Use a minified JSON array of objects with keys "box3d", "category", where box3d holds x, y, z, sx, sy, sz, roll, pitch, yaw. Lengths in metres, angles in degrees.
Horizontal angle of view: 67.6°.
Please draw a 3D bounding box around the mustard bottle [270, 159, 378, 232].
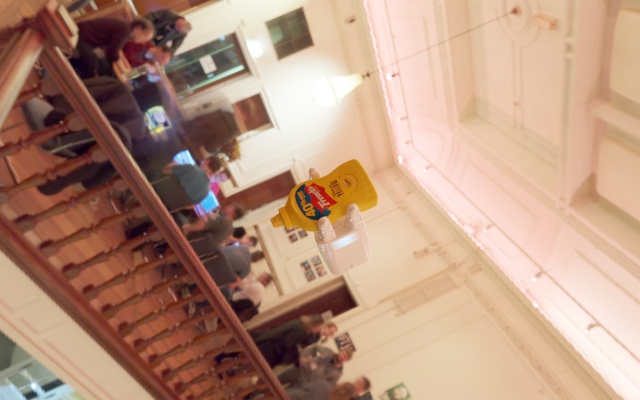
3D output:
[{"box3d":[0.000,0.003,0.862,0.191,0.096,0.058,-24,-24,-5],"category":"mustard bottle"}]
